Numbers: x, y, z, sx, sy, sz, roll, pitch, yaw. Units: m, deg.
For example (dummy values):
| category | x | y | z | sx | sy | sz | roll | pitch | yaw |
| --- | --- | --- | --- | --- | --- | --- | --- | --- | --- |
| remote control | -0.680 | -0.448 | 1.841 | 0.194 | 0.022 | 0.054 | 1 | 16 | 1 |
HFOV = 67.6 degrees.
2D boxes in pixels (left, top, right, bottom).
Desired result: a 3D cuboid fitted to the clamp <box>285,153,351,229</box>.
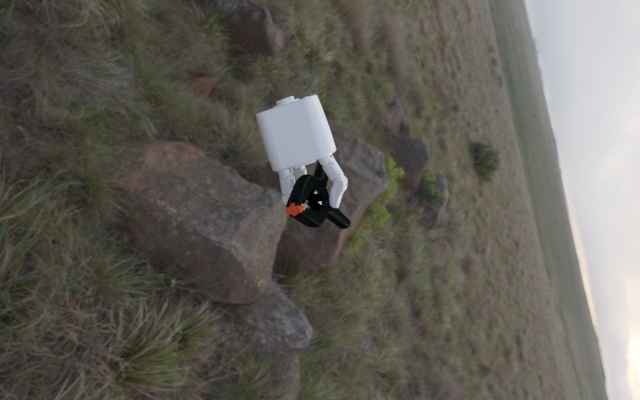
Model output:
| category | x | y | z | sx | sy | sz | roll | pitch | yaw |
| --- | --- | --- | --- | --- | --- | --- | --- | --- | --- |
| clamp | 0.001 | 0.003 | 0.866 | 0.036 | 0.164 | 0.210 | -11 | 14 | 26 |
